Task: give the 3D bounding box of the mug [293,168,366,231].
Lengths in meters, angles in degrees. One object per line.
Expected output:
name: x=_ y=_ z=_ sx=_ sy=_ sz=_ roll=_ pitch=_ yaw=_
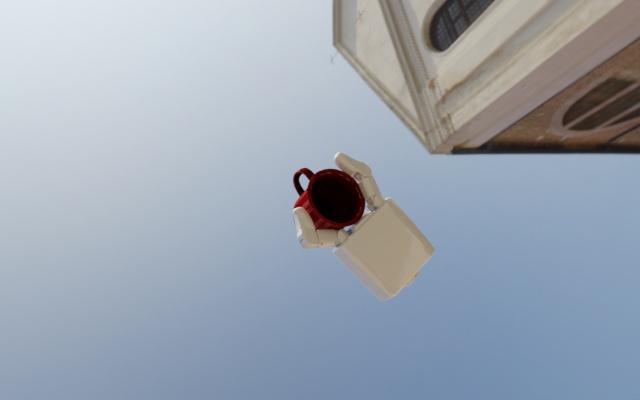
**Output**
mug: x=-0.001 y=0.001 z=0.722 sx=0.093 sy=0.117 sz=0.081 roll=-41 pitch=-3 yaw=-35
